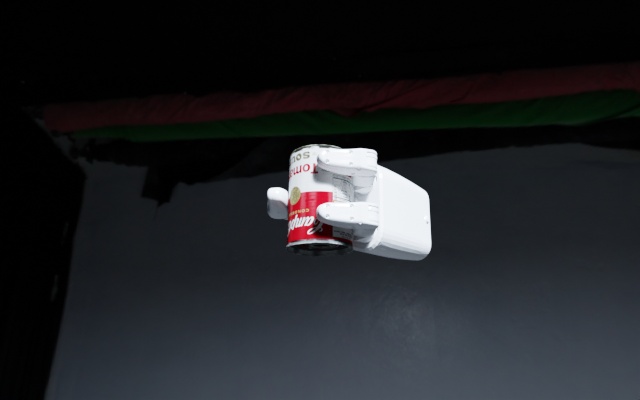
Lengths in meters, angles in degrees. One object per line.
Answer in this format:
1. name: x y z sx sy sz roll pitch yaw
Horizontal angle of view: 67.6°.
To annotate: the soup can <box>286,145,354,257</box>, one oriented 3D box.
1. soup can: 0.000 0.001 0.495 0.068 0.102 0.068 1 -17 0
